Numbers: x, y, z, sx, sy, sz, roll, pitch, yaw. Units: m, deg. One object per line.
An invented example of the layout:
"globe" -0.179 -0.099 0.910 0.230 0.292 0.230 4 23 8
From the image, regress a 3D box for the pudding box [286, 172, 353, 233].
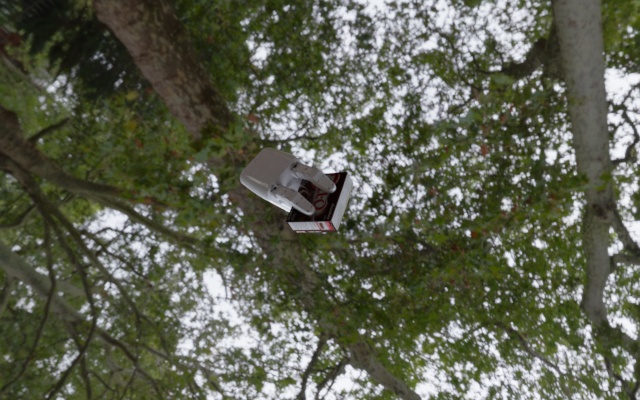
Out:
"pudding box" 0.000 0.003 0.839 0.090 0.113 0.039 -3 -38 30
